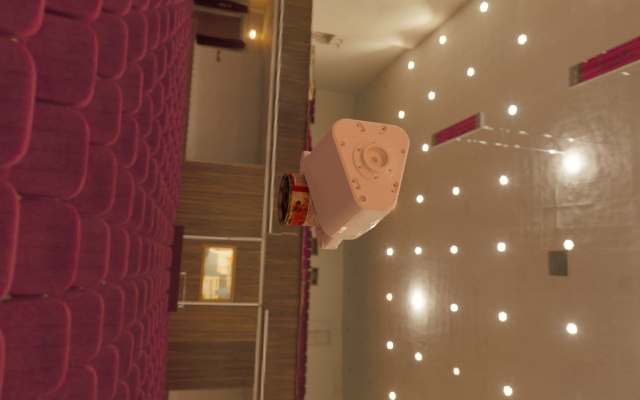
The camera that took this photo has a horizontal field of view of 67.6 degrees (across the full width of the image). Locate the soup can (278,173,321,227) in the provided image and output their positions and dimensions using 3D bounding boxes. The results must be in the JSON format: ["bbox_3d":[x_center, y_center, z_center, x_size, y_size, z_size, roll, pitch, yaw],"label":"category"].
[{"bbox_3d":[0.000,0.002,0.633,0.102,0.068,0.068,5,-1,-17],"label":"soup can"}]
